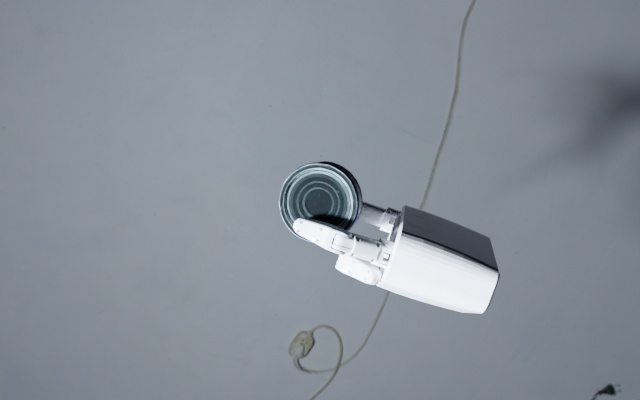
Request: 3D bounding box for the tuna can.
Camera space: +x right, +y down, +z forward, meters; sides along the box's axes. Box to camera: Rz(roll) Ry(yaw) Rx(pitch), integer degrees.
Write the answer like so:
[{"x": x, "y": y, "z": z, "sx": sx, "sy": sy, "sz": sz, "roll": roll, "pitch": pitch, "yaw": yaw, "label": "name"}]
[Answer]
[{"x": 0.000, "y": 0.002, "z": 0.503, "sx": 0.086, "sy": 0.086, "sz": 0.034, "roll": 0, "pitch": 6, "yaw": 11, "label": "tuna can"}]
